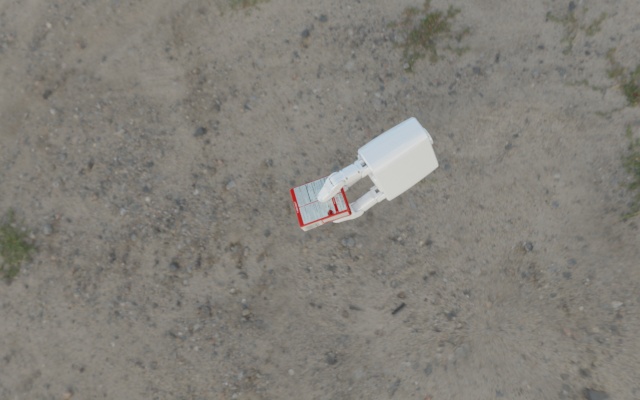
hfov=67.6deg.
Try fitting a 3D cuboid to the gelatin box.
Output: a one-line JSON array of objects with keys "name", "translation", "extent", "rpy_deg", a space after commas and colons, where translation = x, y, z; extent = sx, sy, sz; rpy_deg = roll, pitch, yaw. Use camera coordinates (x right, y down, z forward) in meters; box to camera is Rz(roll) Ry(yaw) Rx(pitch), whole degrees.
[{"name": "gelatin box", "translation": [0.000, 0.003, 0.809], "extent": [0.089, 0.073, 0.030], "rpy_deg": [-20, -22, 5]}]
